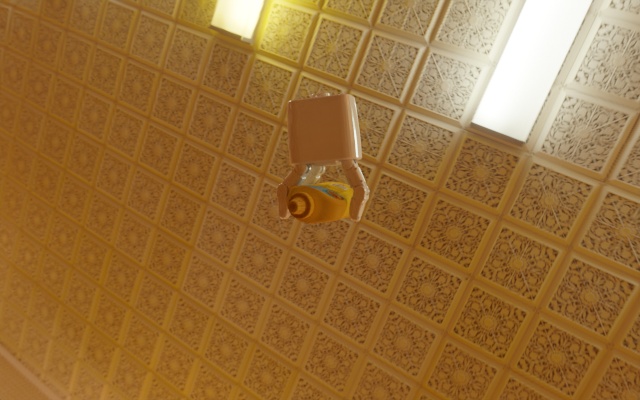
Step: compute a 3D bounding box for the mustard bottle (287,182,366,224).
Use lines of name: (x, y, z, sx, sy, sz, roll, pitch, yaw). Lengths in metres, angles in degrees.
mustard bottle: (0.000, 0.003, 0.790, 0.096, 0.058, 0.191, 21, 12, 23)
